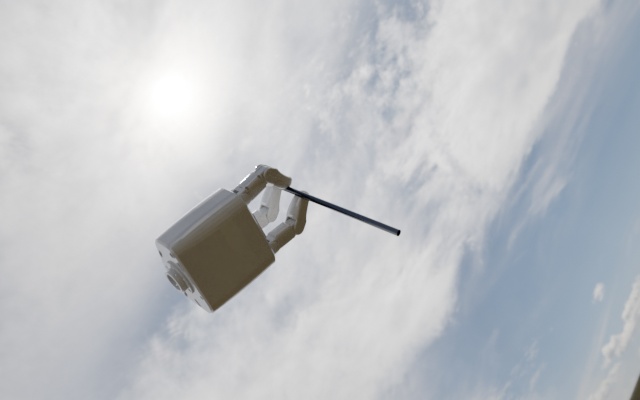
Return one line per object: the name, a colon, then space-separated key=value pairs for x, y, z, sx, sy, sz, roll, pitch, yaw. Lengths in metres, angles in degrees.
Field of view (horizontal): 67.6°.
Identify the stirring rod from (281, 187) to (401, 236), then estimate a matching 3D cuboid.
stirring rod: x=0.000 y=0.002 z=0.610 sx=0.239 sy=0.011 sz=0.011 roll=21 pitch=14 yaw=38
